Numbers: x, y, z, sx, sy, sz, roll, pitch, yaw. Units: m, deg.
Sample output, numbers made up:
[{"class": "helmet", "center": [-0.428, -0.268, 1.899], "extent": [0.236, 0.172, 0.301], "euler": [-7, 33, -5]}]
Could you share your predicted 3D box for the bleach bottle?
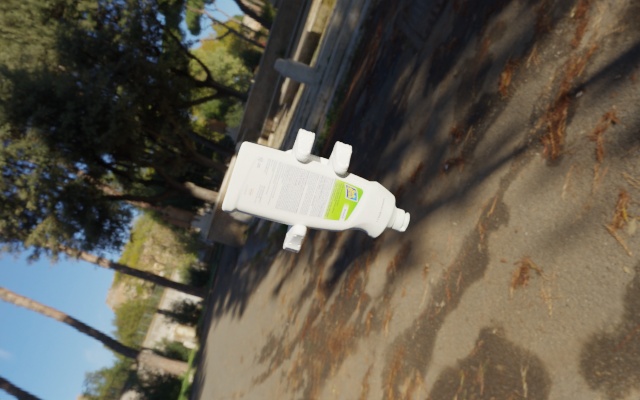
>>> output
[{"class": "bleach bottle", "center": [0.000, 0.002, 0.662], "extent": [0.251, 0.102, 0.068], "euler": [18, 3, -9]}]
